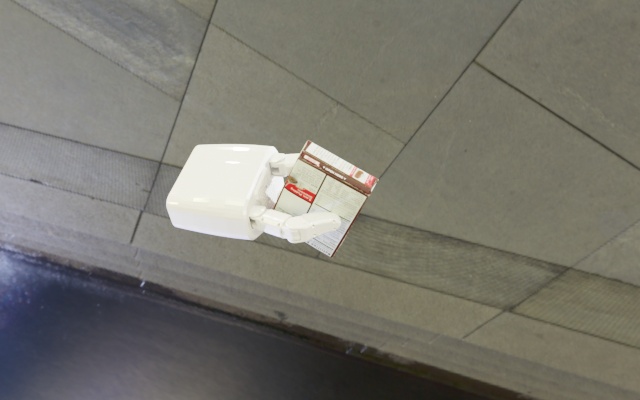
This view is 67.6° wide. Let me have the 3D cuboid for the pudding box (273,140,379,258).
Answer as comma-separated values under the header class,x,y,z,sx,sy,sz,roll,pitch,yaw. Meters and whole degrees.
class,x,y,z,sx,sy,sz,roll,pitch,yaw
pudding box,0.000,0.002,0.541,0.090,0.114,0.039,29,42,1
